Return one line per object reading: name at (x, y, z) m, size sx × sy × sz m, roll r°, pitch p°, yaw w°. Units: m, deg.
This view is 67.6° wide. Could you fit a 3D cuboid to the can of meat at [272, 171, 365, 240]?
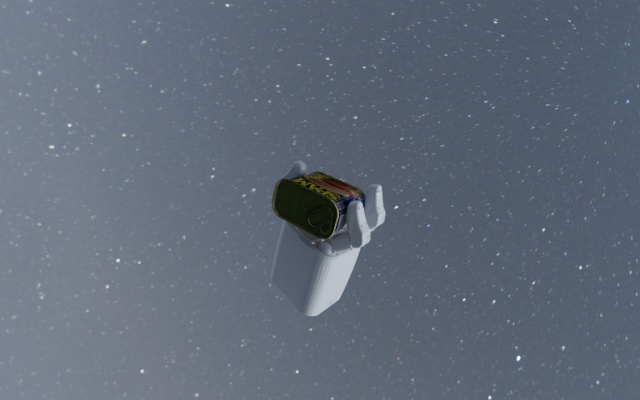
can of meat at (0.000, 0.002, 0.653) m, size 0.102 × 0.057 × 0.084 m, roll 26°, pitch 25°, yaw 26°
